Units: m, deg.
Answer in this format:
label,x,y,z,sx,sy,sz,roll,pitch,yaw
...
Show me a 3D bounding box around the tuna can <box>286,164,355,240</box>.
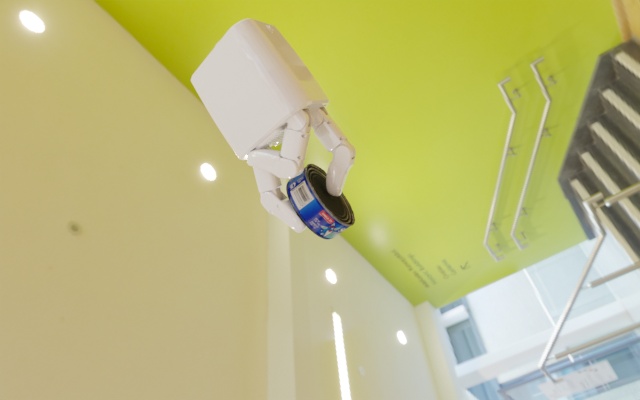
label,x,y,z,sx,sy,sz,roll,pitch,yaw
tuna can,0.000,0.002,0.548,0.034,0.086,0.086,-37,-14,19
